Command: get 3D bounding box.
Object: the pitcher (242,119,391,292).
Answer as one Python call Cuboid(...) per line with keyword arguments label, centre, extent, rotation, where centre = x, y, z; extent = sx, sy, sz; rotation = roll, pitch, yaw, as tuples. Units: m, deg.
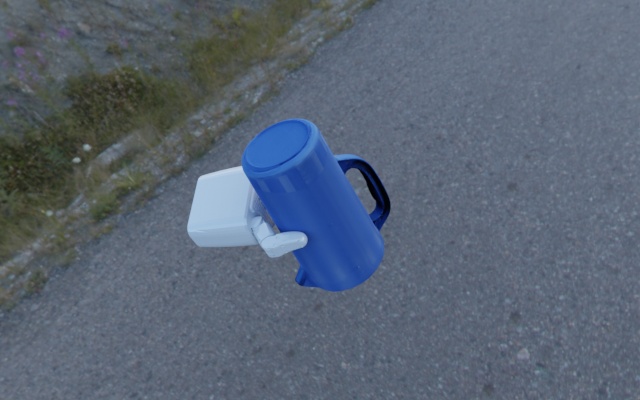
Cuboid(label="pitcher", centre=(0.000, 0.002, 0.670), extent=(0.145, 0.149, 0.243), rotation=(-7, -45, 24))
